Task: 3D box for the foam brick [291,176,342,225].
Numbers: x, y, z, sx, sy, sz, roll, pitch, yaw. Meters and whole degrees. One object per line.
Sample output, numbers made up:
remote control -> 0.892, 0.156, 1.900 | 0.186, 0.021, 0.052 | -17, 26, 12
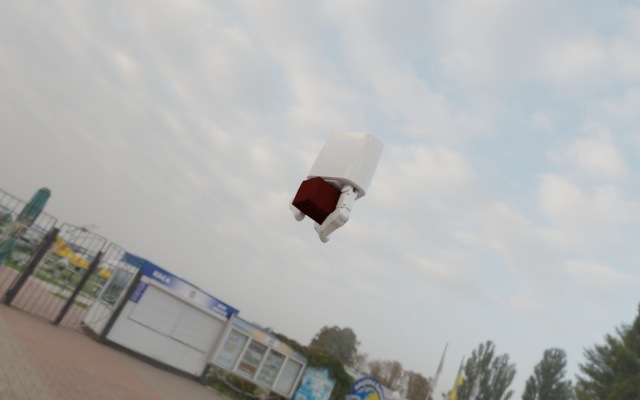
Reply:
foam brick -> 0.000, 0.003, 0.824 | 0.078, 0.051, 0.053 | 37, -26, -27
